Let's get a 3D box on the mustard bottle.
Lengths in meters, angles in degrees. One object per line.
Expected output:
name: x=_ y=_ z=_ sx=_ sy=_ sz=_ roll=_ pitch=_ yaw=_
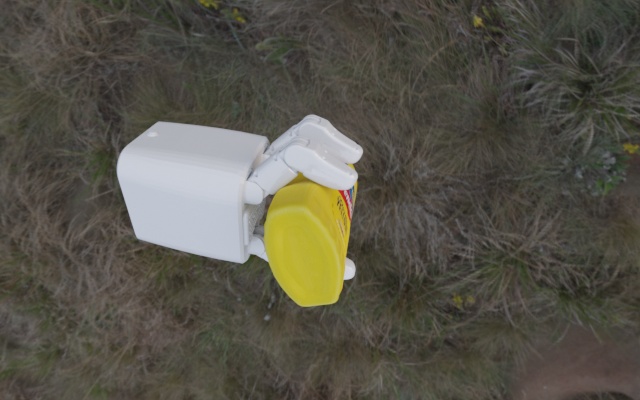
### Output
mustard bottle: x=0.000 y=0.002 z=0.442 sx=0.058 sy=0.096 sz=0.191 roll=-11 pitch=26 yaw=15
